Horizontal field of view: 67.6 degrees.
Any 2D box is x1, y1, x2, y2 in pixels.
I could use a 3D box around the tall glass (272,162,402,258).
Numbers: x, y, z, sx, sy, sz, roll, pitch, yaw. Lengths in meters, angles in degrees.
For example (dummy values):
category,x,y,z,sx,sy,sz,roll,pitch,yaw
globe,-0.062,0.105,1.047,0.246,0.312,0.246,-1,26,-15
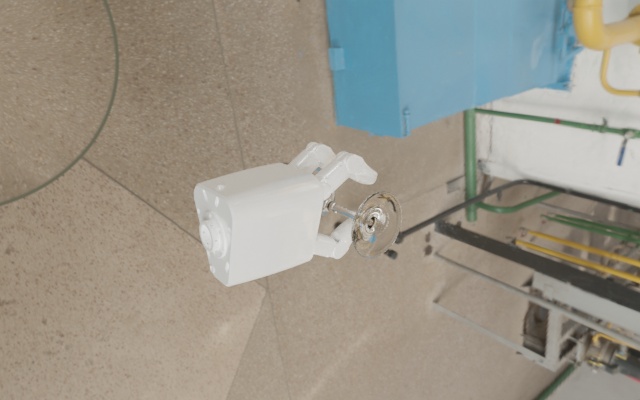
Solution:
category,x,y,z,sx,sy,sz,roll,pitch,yaw
tall glass,0.001,0.002,0.583,0.079,0.079,0.201,0,14,-39
